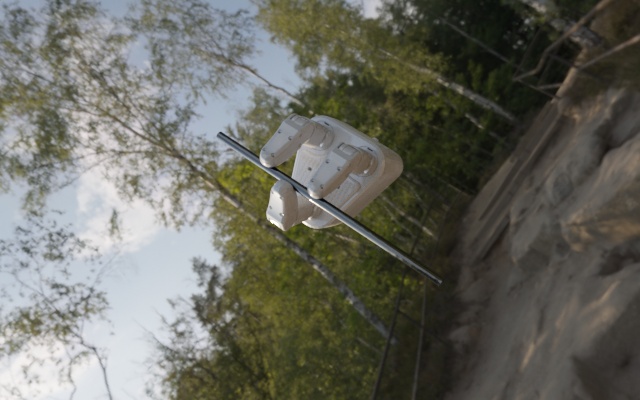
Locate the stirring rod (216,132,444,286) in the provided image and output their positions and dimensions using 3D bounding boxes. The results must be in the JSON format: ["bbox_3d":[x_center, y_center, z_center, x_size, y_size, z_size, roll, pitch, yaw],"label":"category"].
[{"bbox_3d":[0.000,0.001,0.413,0.239,0.011,0.011,33,11,18],"label":"stirring rod"}]
